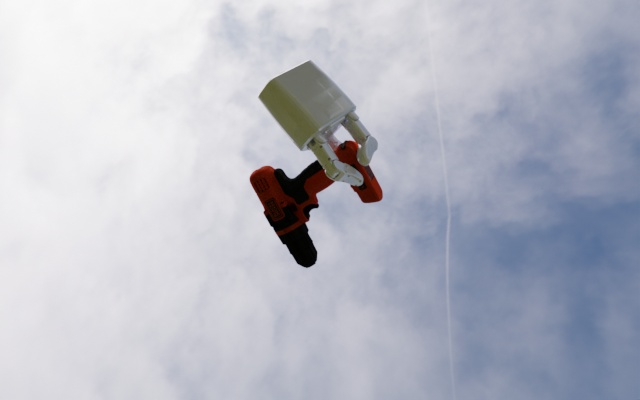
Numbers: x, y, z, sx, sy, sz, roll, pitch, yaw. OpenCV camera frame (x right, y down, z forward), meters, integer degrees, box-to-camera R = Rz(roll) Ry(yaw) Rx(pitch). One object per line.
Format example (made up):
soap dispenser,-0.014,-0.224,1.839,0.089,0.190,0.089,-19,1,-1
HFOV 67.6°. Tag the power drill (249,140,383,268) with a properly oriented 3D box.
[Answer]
power drill,0.000,0.002,0.761,0.188,0.184,0.057,-25,12,17
